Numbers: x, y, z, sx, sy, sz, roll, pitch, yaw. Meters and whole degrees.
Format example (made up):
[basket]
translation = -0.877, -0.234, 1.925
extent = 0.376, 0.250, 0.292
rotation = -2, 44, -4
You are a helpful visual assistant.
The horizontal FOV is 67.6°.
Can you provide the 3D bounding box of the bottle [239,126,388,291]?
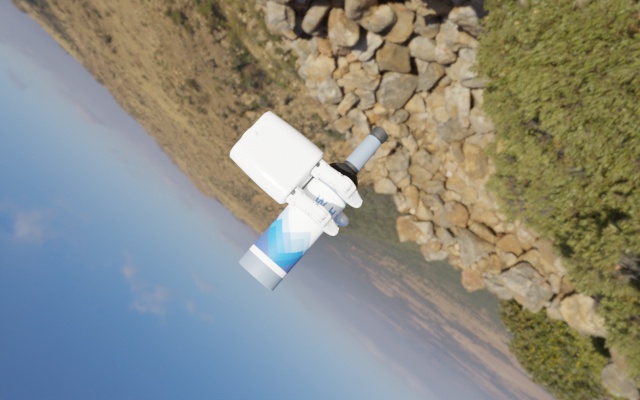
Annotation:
[bottle]
translation = 0.000, 0.003, 0.724
extent = 0.069, 0.295, 0.069
rotation = 40, -9, 7
